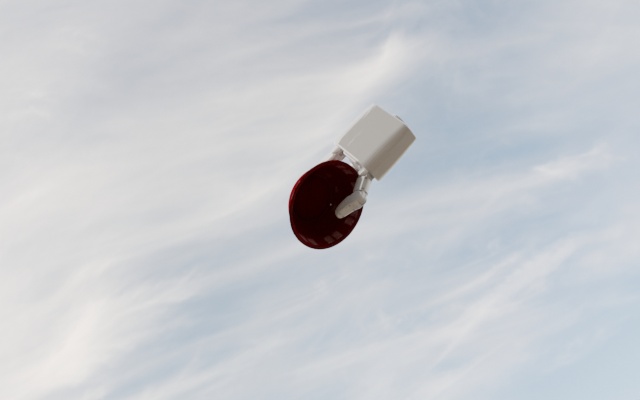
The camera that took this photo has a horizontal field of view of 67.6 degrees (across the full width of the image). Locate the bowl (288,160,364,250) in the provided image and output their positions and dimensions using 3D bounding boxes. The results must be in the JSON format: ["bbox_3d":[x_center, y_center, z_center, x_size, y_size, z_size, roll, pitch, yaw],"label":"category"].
[{"bbox_3d":[-0.001,0.004,0.848,0.162,0.162,0.055,0,15,-37],"label":"bowl"}]
